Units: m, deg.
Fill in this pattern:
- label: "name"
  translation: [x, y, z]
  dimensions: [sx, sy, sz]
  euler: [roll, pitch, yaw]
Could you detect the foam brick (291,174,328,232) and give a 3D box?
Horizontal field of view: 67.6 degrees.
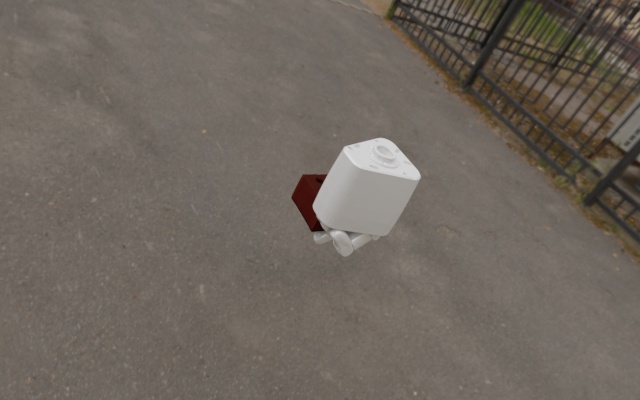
- label: "foam brick"
  translation: [0.000, 0.002, 0.732]
  dimensions: [0.053, 0.051, 0.078]
  euler: [-3, 44, -35]
